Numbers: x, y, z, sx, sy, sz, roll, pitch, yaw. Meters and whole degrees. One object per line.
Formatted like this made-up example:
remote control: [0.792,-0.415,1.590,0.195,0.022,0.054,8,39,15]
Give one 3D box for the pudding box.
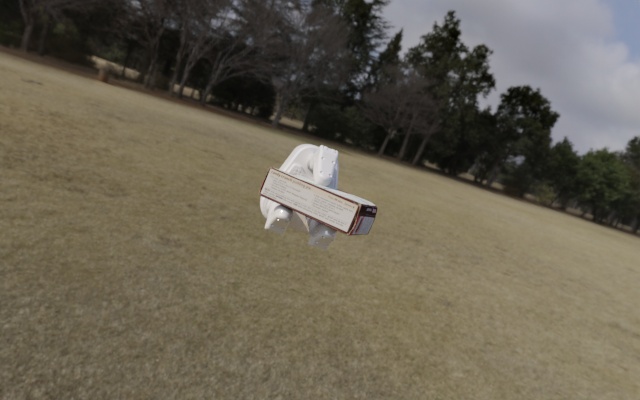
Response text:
pudding box: [0.000,0.002,0.535,0.113,0.039,0.090,21,5,18]
